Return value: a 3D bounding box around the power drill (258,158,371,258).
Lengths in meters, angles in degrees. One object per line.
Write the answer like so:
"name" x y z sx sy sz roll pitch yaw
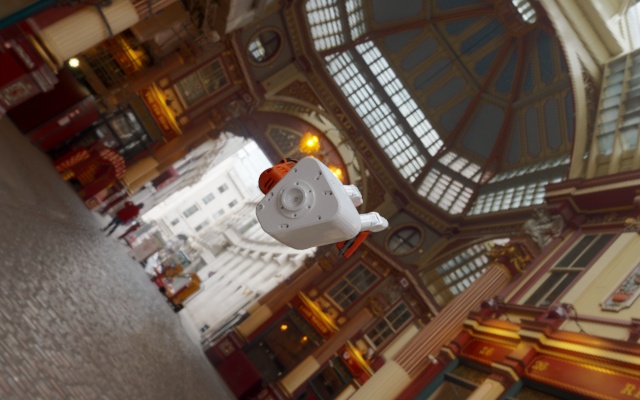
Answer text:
"power drill" 0.000 0.003 0.779 0.187 0.057 0.184 38 20 7
